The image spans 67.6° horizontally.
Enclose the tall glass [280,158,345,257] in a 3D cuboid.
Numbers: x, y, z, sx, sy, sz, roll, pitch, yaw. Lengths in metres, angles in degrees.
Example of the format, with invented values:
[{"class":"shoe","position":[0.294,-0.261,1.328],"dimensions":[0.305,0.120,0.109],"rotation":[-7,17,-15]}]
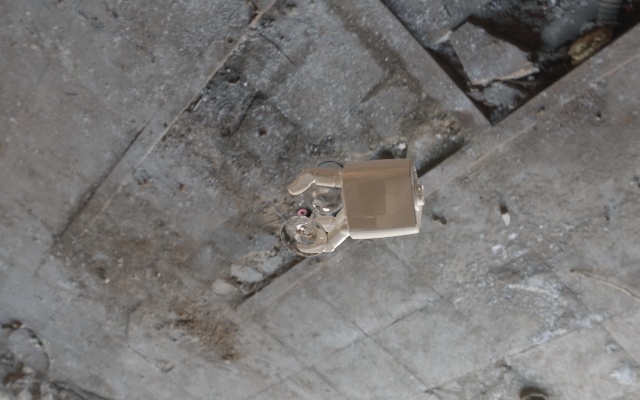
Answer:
[{"class":"tall glass","position":[0.000,0.003,0.792],"dimensions":[0.079,0.079,0.201],"rotation":[0,32,17]}]
